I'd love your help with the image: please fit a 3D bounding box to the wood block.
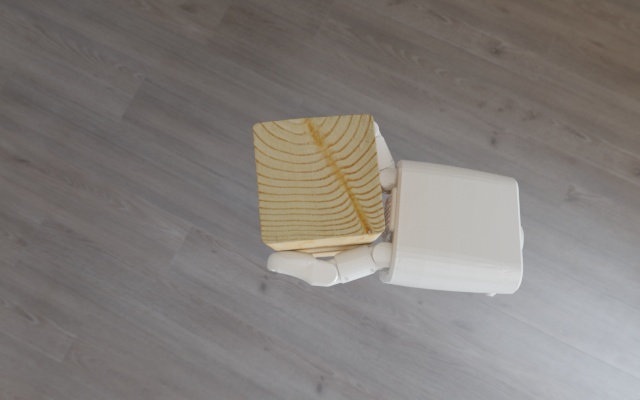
[{"bbox_3d":[0.000,0.001,0.439,0.090,0.091,0.206,-5,-11,0],"label":"wood block"}]
